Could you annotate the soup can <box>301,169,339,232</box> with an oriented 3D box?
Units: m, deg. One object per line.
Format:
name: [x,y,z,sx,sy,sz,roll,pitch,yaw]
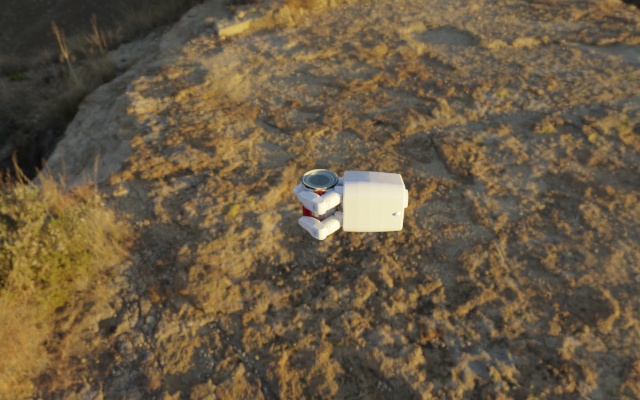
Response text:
soup can: [0.000,0.003,0.871,0.068,0.102,0.068,-1,35,1]
